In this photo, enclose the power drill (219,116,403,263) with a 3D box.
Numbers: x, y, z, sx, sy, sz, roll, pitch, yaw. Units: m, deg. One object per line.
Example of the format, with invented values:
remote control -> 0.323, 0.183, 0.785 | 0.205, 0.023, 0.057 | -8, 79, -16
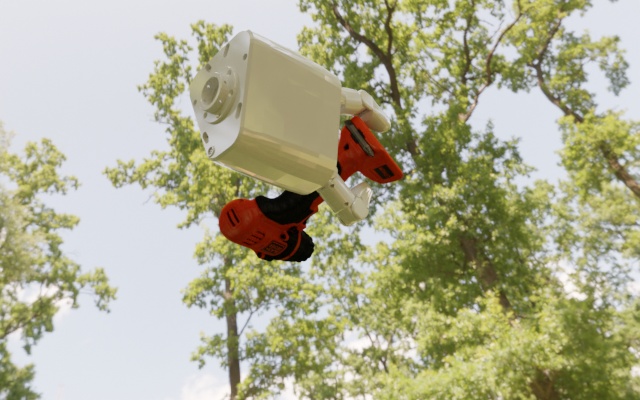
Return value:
power drill -> 0.000, 0.001, 0.541 | 0.187, 0.057, 0.184 | -38, -24, 8
